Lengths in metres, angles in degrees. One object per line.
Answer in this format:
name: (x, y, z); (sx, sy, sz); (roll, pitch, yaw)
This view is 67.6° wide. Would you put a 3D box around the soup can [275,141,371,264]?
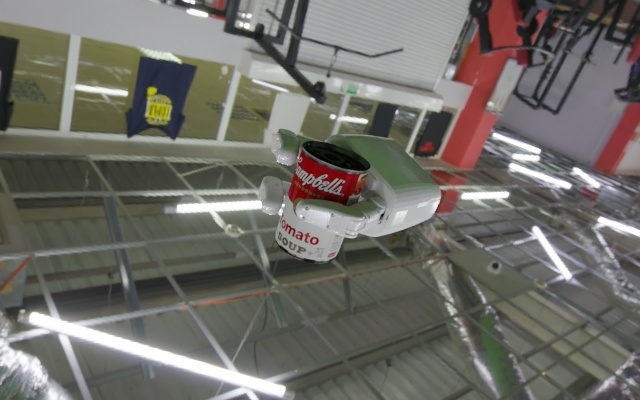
soup can: (0.000, 0.002, 0.467); (0.068, 0.102, 0.068); (16, 22, -7)
